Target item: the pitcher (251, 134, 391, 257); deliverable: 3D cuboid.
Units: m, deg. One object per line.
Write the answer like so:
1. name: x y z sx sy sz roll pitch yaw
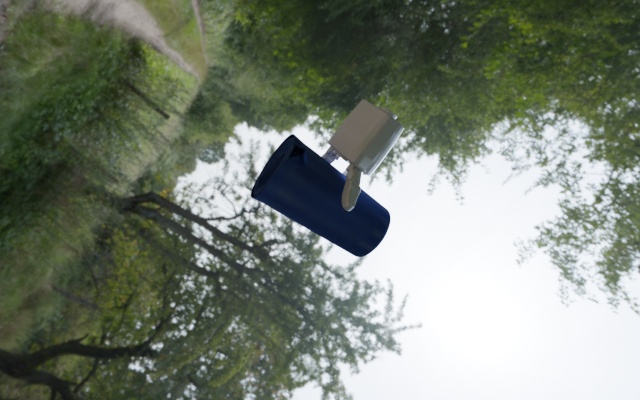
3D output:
1. pitcher: 0.000 0.003 0.874 0.243 0.145 0.149 35 9 -17
